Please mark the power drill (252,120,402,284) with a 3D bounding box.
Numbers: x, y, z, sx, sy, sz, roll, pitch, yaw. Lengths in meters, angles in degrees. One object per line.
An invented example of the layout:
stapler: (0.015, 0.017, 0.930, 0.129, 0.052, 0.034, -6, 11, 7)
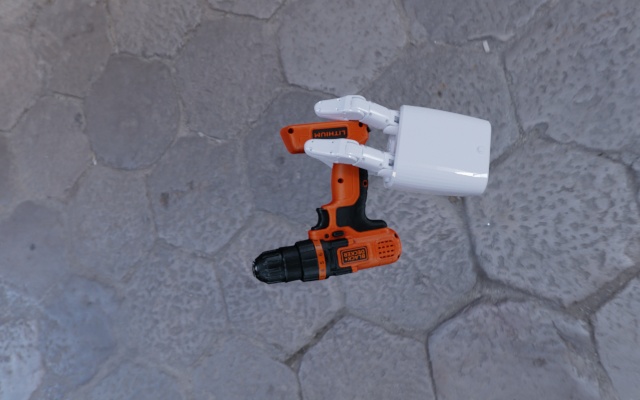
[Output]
power drill: (0.000, 0.001, 0.577, 0.184, 0.187, 0.057, -8, 5, -14)
